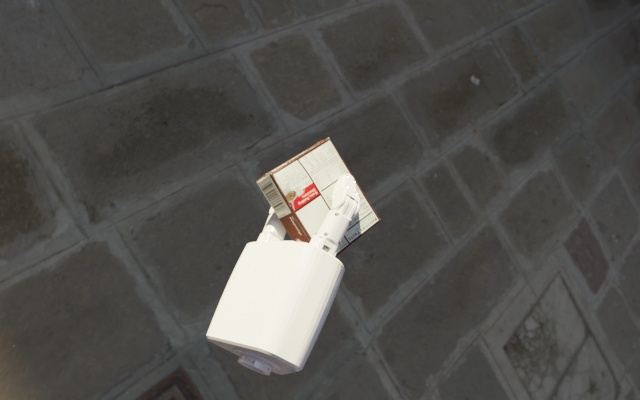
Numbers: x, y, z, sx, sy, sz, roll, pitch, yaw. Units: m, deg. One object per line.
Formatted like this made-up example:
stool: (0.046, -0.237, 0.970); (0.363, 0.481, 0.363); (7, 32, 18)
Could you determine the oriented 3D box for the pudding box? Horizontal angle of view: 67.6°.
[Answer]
pudding box: (0.000, 0.002, 0.515); (0.090, 0.113, 0.039); (-35, 7, -32)
